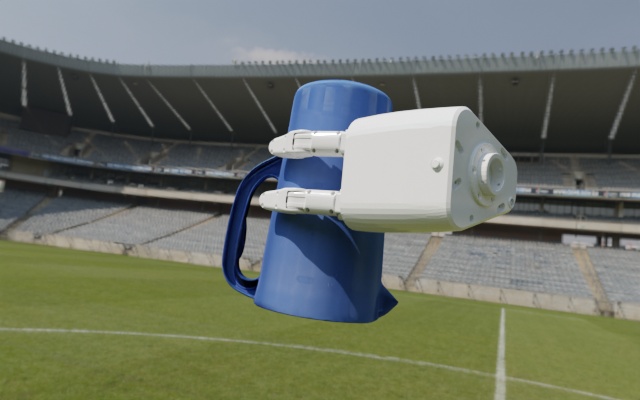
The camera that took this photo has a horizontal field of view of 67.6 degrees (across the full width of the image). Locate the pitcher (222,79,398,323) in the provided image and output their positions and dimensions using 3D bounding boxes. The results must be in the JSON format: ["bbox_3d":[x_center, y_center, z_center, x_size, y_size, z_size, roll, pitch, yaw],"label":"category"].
[{"bbox_3d":[0.000,0.002,0.512,0.149,0.243,0.145,13,-8,-41],"label":"pitcher"}]
